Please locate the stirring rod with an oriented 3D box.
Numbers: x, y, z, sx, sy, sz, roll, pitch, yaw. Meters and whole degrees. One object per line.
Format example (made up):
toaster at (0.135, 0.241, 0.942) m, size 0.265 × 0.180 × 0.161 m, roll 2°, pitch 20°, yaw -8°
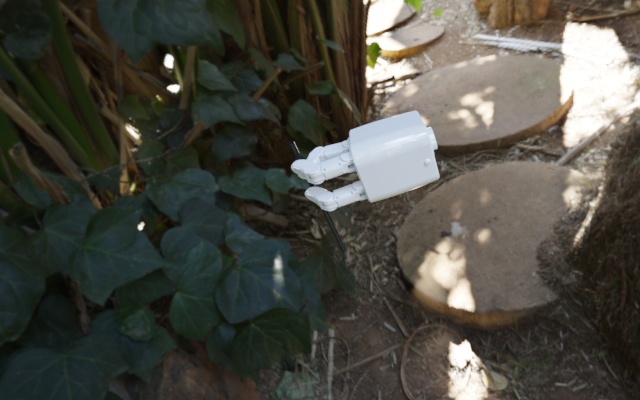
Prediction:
stirring rod at (0.000, 0.002, 0.750) m, size 0.011 × 0.240 × 0.011 m, roll -15°, pitch 40°, yaw 13°
